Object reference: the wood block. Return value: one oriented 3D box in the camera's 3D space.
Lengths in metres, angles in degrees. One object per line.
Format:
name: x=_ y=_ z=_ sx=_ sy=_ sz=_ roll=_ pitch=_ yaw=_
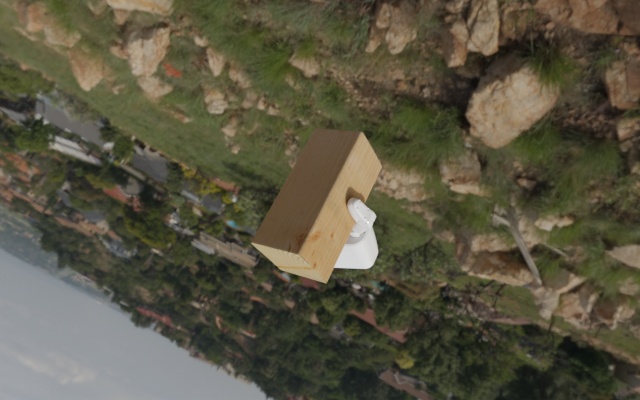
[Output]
wood block: x=0.000 y=0.003 z=0.702 sx=0.091 sy=0.206 sz=0.090 roll=10 pitch=-28 yaw=36
